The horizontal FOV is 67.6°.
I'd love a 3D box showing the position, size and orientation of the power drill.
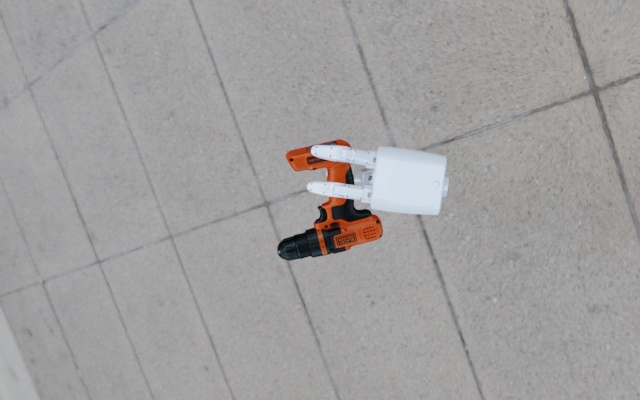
[{"bbox_3d":[0.000,0.002,0.797,0.184,0.188,0.057,-15,19,-2],"label":"power drill"}]
